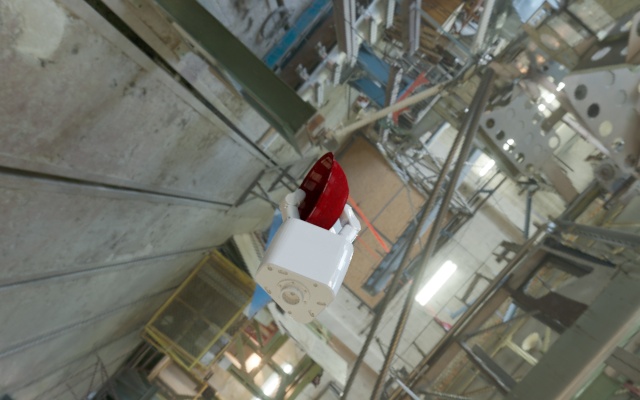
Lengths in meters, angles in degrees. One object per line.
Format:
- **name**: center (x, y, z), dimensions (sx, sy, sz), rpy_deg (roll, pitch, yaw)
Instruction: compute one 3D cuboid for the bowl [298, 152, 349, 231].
- **bowl**: center (0.001, 0.002, 0.792), dimensions (0.055, 0.162, 0.162), rpy_deg (28, -8, -16)
